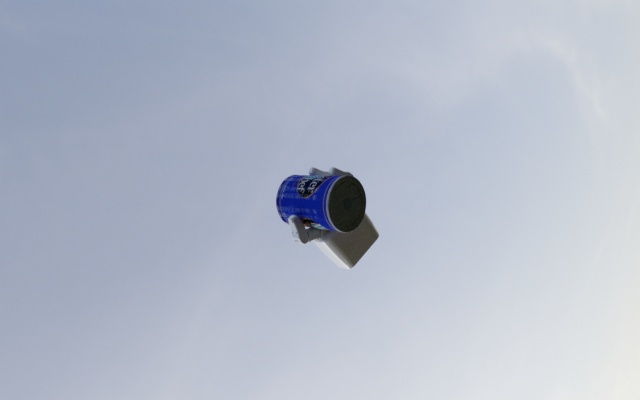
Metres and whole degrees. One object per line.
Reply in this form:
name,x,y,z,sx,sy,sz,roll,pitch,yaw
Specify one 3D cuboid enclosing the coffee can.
coffee can,0.000,0.003,0.898,0.140,0.103,0.103,4,3,44
